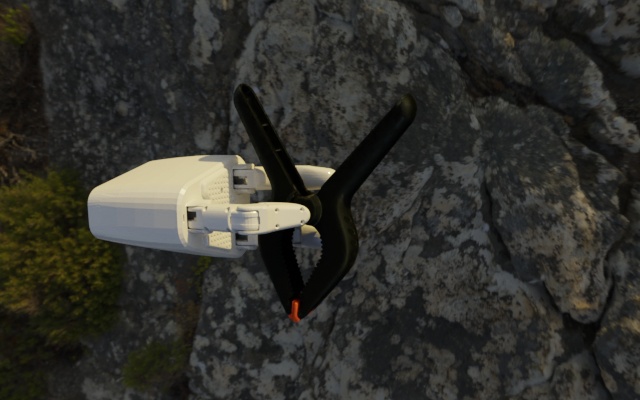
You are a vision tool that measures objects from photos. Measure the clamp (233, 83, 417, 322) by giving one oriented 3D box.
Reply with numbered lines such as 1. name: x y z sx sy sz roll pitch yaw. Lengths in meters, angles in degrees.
1. clamp: 0.000 0.002 0.408 0.164 0.210 0.036 2 6 25
